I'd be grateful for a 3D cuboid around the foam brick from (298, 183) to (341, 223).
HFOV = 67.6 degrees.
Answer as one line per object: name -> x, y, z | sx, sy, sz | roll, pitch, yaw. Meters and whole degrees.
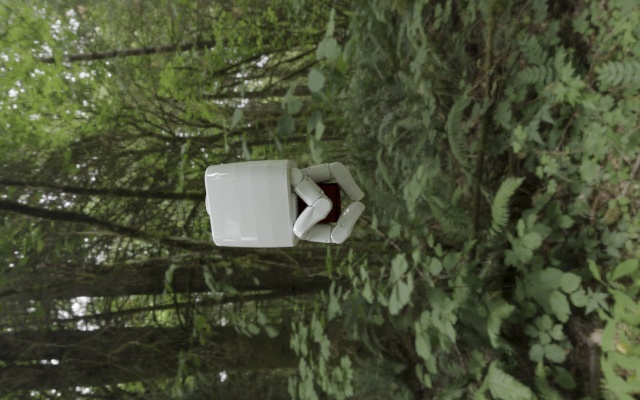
foam brick -> 0.000, 0.002, 0.645 | 0.051, 0.053, 0.078 | -2, 1, 5
